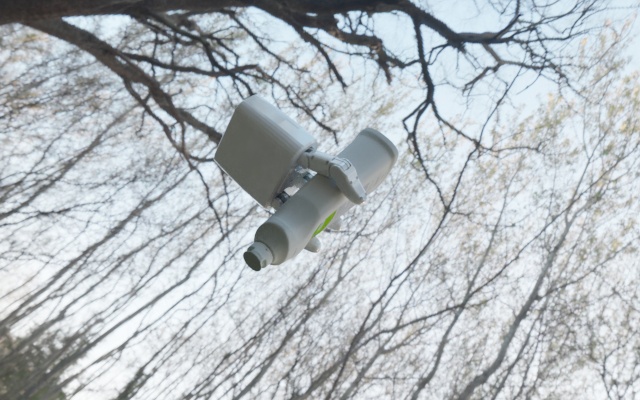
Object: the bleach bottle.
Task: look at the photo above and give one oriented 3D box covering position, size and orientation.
[{"bbox_3d":[0.000,0.002,0.610,0.250,0.068,0.103,-40,-15,-39],"label":"bleach bottle"}]
